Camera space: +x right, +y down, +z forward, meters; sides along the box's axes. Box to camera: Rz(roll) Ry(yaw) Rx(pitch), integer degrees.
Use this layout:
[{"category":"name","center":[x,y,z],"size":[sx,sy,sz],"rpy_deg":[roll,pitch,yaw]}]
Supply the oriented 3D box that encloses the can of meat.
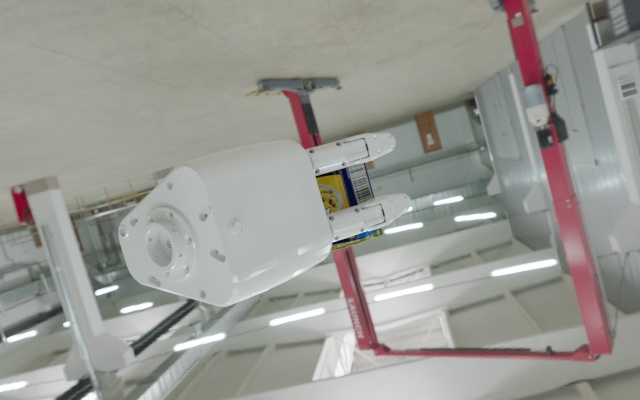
[{"category":"can of meat","center":[0.000,0.002,0.437],"size":[0.102,0.084,0.057],"rpy_deg":[-14,3,31]}]
